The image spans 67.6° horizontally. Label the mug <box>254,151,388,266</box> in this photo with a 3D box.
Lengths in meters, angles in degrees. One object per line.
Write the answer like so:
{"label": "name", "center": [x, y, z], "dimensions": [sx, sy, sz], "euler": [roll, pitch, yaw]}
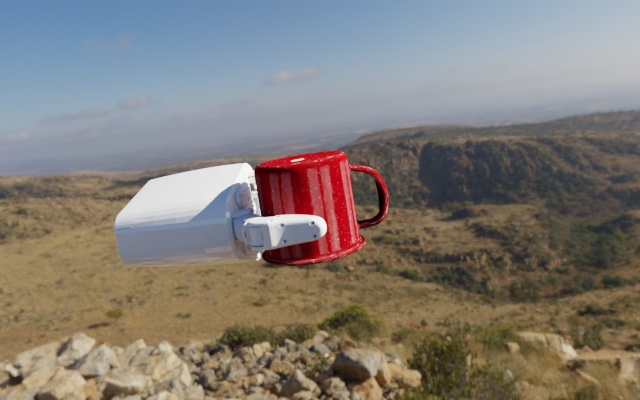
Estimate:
{"label": "mug", "center": [0.001, 0.001, 0.414], "dimensions": [0.117, 0.081, 0.093], "euler": [-8, 10, 5]}
